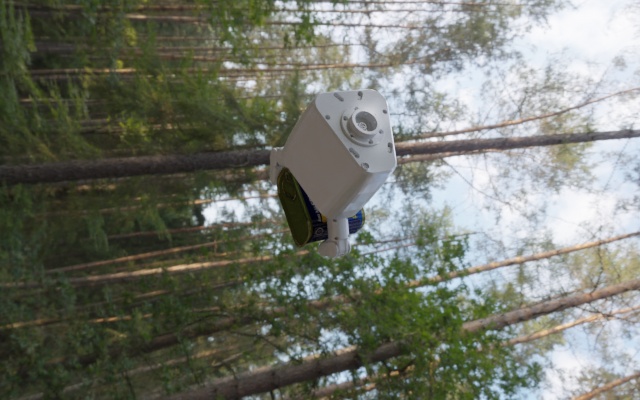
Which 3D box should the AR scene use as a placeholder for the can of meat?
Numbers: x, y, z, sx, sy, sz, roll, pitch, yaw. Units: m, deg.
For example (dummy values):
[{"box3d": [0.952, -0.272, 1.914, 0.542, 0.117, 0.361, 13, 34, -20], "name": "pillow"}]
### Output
[{"box3d": [0.000, 0.002, 0.621, 0.084, 0.102, 0.057, -10, -24, -26], "name": "can of meat"}]
